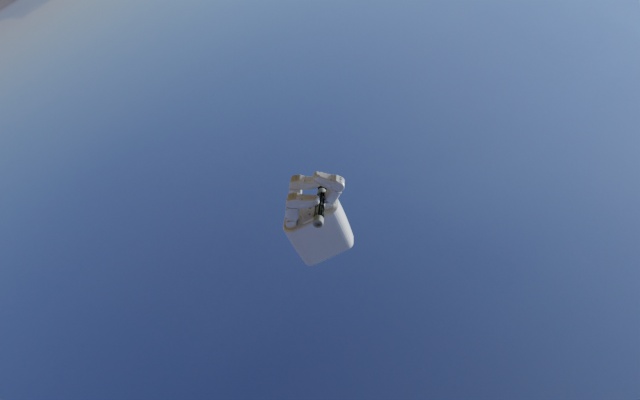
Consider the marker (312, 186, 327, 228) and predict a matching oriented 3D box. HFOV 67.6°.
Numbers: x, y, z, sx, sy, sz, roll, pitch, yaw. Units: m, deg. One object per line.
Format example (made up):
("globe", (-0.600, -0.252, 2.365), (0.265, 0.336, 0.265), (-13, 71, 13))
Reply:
("marker", (0.000, 0.003, 0.874), (0.020, 0.020, 0.121), (0, 40, 6))
